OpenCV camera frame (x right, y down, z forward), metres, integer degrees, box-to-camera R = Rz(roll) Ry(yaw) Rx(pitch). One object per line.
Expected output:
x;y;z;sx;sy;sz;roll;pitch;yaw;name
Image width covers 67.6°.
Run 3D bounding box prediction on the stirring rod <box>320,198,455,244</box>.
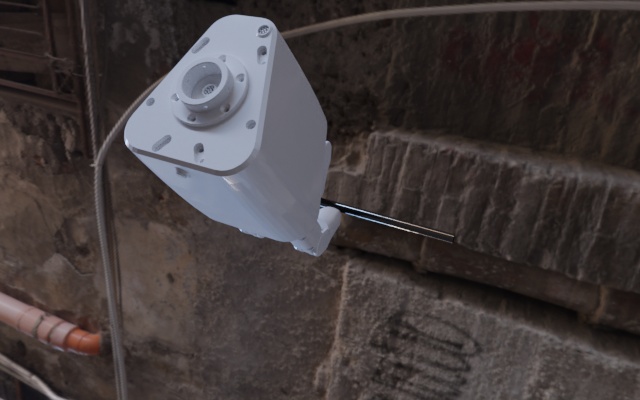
0.000;0.001;0.430;0.239;0.011;0.011;15;6;22;stirring rod
